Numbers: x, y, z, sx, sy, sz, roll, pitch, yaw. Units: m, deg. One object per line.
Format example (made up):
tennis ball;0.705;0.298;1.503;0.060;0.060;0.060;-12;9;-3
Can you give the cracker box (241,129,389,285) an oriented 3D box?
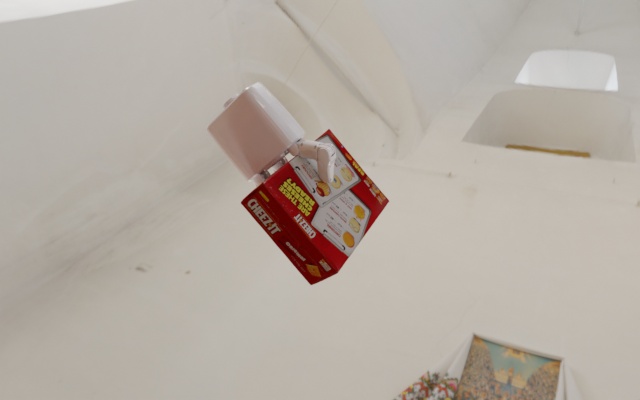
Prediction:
cracker box;0.000;0.002;0.748;0.072;0.164;0.213;-35;7;40
